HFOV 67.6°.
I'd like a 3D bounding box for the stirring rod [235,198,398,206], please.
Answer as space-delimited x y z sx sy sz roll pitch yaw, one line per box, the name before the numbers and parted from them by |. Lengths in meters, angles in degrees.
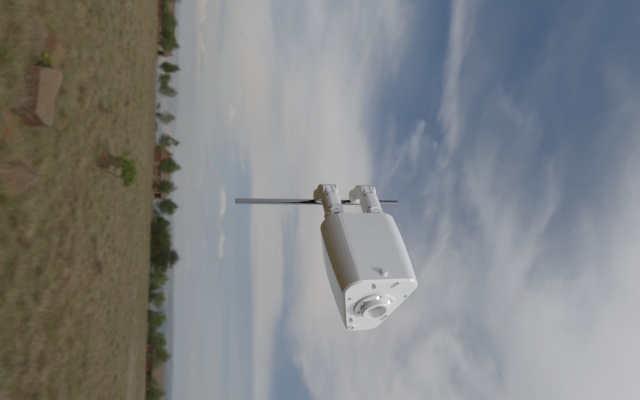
stirring rod | 0.000 0.002 0.682 0.239 0.011 0.011 1 0 -18
